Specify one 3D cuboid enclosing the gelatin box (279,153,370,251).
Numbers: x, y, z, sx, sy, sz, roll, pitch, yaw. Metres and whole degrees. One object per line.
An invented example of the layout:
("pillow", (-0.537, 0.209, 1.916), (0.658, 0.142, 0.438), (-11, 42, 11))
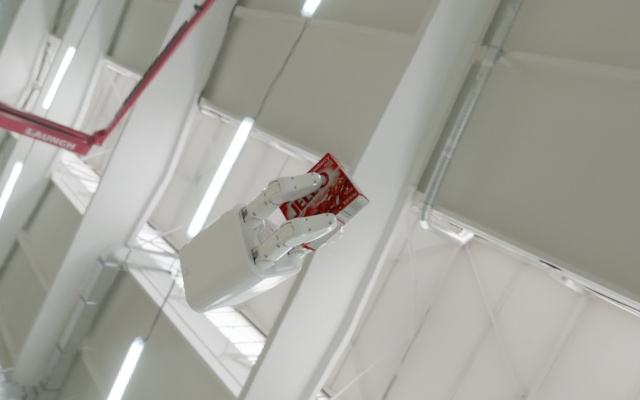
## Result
("gelatin box", (0.001, 0.002, 0.544), (0.089, 0.073, 0.030), (-42, -36, 11))
